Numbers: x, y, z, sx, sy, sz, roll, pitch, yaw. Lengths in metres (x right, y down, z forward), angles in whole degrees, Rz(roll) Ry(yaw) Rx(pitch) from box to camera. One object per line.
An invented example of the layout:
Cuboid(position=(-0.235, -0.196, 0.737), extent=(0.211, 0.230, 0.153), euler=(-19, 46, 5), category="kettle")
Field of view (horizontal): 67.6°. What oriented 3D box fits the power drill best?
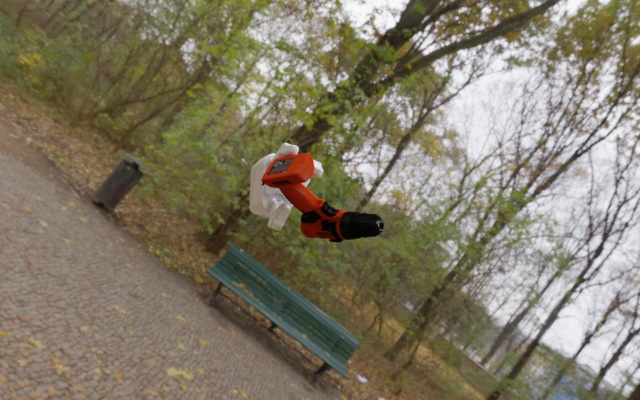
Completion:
Cuboid(position=(0.000, 0.002, 0.830), extent=(0.184, 0.057, 0.188), euler=(-5, -46, 43), category="power drill")
